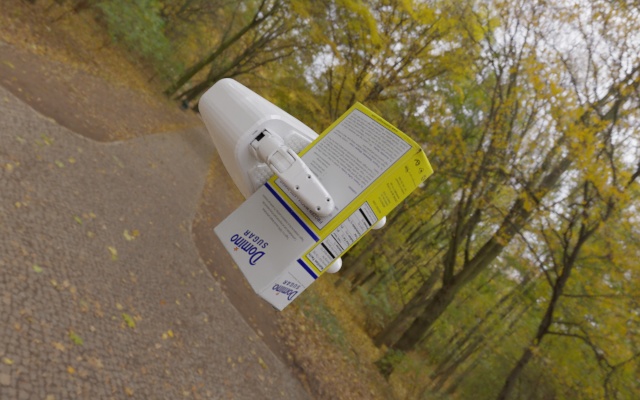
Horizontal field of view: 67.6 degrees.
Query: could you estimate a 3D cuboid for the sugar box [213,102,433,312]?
[{"bbox_3d":[0.000,0.001,0.414,0.093,0.176,0.048,46,-2,42],"label":"sugar box"}]
